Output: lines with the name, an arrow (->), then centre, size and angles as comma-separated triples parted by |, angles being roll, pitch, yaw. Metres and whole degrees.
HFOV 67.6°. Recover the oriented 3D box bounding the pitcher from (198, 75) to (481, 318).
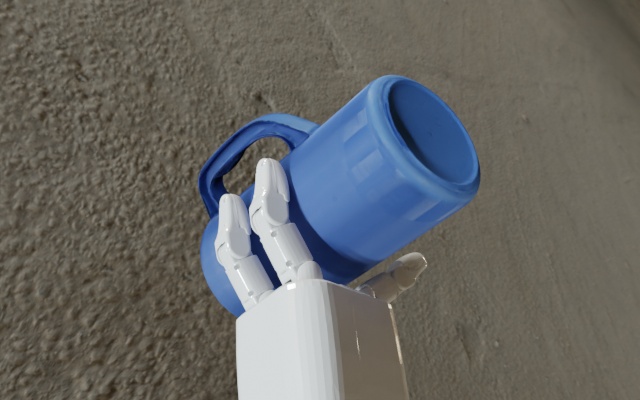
pitcher -> 0.000, 0.002, 0.405 | 0.149, 0.145, 0.243 | 15, -37, -33
